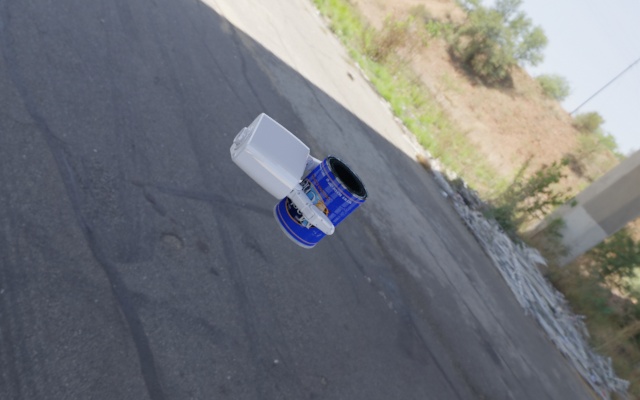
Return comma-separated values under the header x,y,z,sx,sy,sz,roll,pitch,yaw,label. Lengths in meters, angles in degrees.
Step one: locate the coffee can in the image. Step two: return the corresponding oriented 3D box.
x,y,z,sx,sy,sz,roll,pitch,yaw,label
0.000,0.003,0.846,0.140,0.102,0.103,-43,-18,21,coffee can
